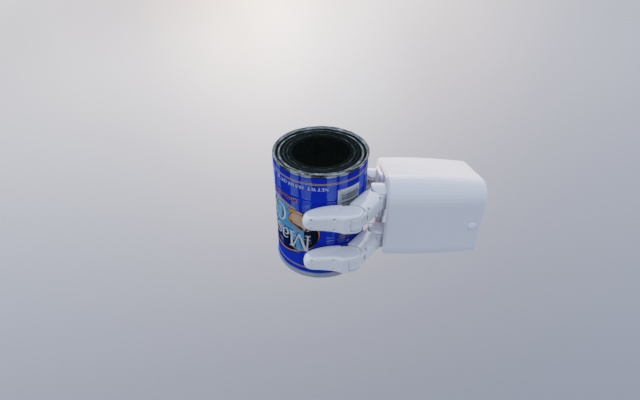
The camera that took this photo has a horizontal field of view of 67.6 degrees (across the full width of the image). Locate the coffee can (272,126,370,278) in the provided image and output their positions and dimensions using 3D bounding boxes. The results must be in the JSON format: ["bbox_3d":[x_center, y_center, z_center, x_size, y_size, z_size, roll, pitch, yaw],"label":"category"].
[{"bbox_3d":[0.000,0.002,0.540,0.103,0.140,0.102,0,37,0],"label":"coffee can"}]
